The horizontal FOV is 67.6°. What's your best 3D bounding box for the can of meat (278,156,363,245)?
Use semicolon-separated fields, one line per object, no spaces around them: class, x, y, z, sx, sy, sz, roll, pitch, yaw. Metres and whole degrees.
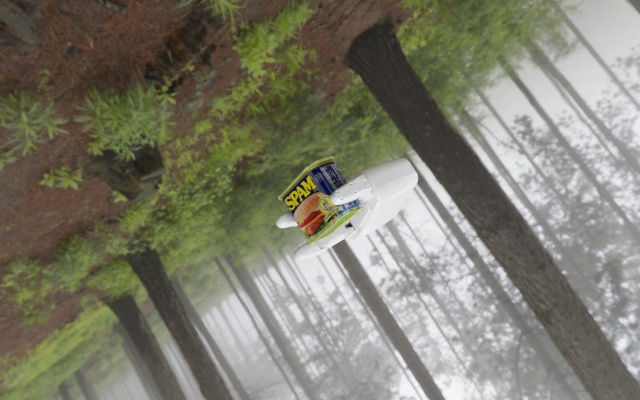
can of meat;0.000;0.002;0.667;0.057;0.084;0.102;-22;-15;-45
